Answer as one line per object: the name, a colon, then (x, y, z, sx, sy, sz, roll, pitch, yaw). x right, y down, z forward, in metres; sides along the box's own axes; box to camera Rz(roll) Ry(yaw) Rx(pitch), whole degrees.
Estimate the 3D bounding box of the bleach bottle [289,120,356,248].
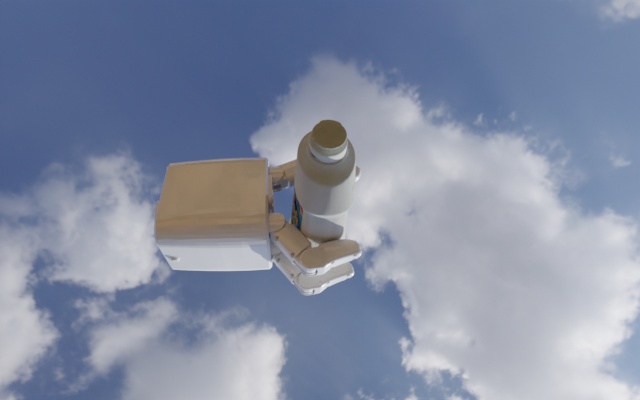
bleach bottle: (0.000, 0.002, 0.487, 0.068, 0.102, 0.251, -2, -29, -4)
